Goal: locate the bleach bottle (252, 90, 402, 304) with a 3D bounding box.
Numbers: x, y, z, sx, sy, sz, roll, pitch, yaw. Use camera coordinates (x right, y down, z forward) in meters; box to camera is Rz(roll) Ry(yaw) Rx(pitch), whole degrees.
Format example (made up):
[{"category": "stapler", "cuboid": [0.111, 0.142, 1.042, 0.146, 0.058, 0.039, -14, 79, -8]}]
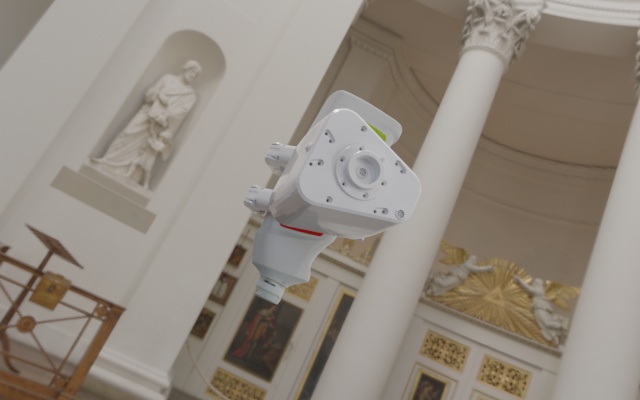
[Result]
[{"category": "bleach bottle", "cuboid": [0.000, 0.002, 0.550, 0.102, 0.250, 0.068, 29, -17, -11]}]
